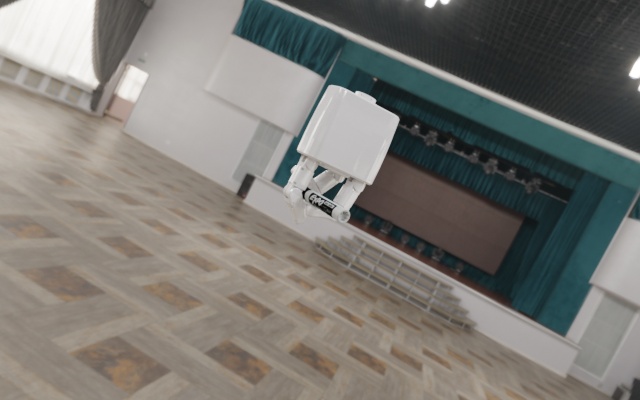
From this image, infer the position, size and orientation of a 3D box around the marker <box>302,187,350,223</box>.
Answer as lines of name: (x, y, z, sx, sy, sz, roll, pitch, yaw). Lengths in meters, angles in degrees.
marker: (0.000, 0.002, 0.649, 0.020, 0.020, 0.121, 0, 17, -31)
